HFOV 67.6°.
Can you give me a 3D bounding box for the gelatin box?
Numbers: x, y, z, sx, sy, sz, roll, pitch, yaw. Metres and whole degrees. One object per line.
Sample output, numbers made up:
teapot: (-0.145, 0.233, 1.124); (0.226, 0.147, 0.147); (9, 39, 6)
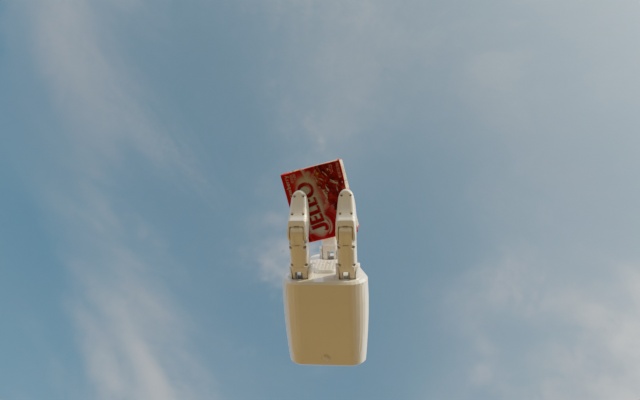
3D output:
gelatin box: (0.000, 0.001, 0.571); (0.073, 0.089, 0.030); (-14, 5, 9)
